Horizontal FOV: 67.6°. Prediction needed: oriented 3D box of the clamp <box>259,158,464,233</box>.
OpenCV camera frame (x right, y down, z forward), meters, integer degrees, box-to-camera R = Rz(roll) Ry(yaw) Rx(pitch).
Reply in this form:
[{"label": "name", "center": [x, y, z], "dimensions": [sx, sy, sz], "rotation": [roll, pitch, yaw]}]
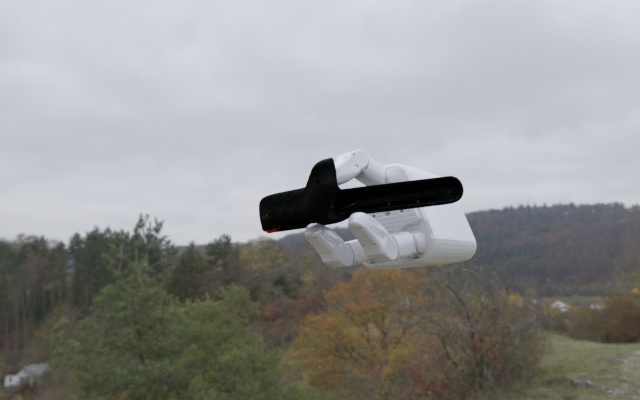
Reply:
[{"label": "clamp", "center": [0.000, 0.001, 0.442], "dimensions": [0.210, 0.036, 0.164], "rotation": [-14, -15, 42]}]
